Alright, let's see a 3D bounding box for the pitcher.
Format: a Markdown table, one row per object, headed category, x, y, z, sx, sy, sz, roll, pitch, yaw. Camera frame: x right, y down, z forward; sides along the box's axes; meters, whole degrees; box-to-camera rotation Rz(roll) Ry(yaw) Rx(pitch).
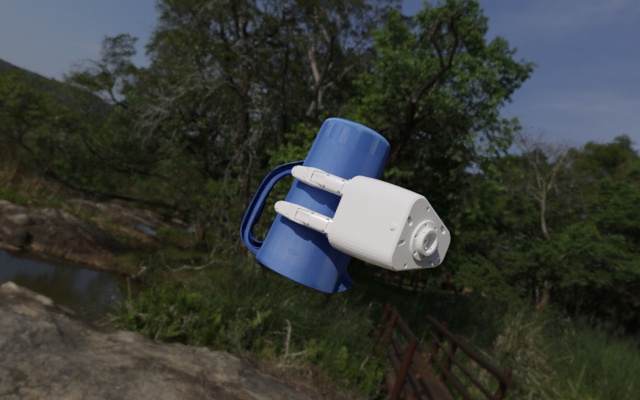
| category | x | y | z | sx | sy | sz | roll | pitch | yaw |
| --- | --- | --- | --- | --- | --- | --- | --- | --- | --- |
| pitcher | 0.000 | 0.002 | 0.712 | 0.149 | 0.243 | 0.145 | 26 | -4 | -40 |
